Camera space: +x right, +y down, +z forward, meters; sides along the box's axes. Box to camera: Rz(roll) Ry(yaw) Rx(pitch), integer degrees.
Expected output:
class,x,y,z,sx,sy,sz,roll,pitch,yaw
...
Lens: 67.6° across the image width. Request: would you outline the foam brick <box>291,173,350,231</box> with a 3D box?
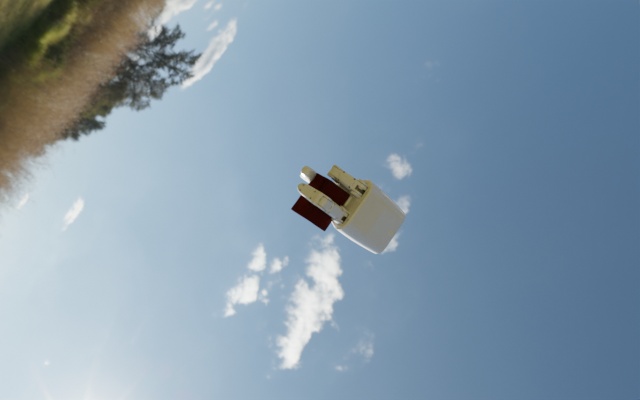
class,x,y,z,sx,sy,sz,roll,pitch,yaw
foam brick,0.000,0.003,0.804,0.051,0.078,0.053,37,-2,-34
